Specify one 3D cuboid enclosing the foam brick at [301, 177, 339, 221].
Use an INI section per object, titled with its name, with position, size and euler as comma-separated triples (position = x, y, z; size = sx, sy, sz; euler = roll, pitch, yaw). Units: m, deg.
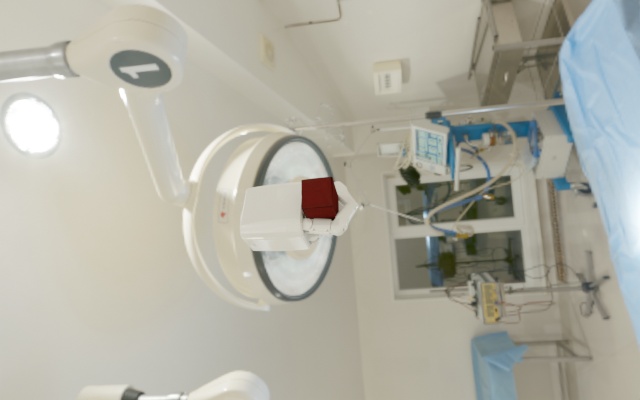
[foam brick]
position = 0.000, 0.002, 0.780
size = 0.051, 0.053, 0.078
euler = -4, -24, 8
